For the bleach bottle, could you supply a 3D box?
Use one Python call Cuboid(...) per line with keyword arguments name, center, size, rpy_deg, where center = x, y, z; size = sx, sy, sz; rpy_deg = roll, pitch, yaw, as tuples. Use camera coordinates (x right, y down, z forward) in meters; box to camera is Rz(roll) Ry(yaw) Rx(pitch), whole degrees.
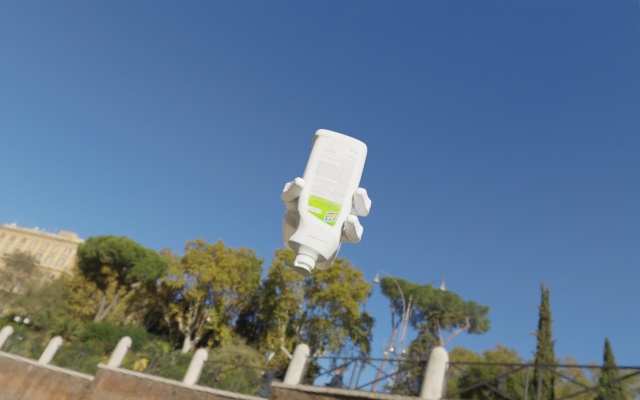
Cuboid(name="bleach bottle", center=(0.000, 0.003, 0.786), size=(0.102, 0.250, 0.068), rpy_deg=(18, -31, 4))
